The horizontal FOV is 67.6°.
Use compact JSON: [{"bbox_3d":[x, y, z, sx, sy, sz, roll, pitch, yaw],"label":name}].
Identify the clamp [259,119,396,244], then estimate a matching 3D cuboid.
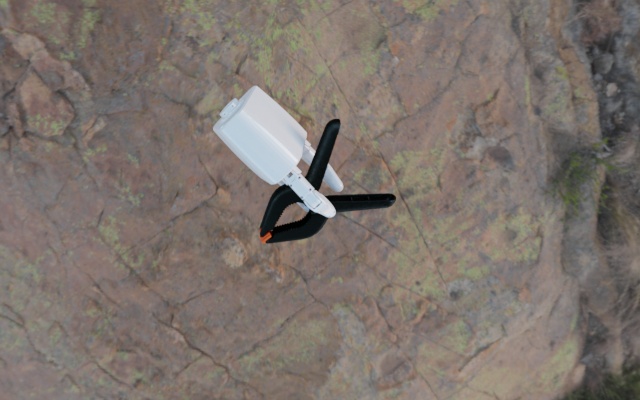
[{"bbox_3d":[0.000,0.003,0.717,0.164,0.210,0.036,43,12,-22],"label":"clamp"}]
